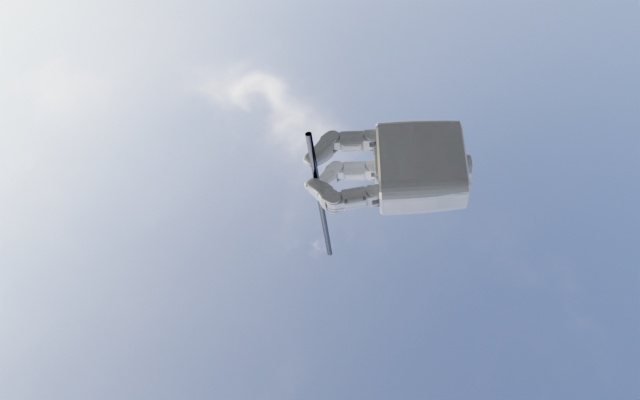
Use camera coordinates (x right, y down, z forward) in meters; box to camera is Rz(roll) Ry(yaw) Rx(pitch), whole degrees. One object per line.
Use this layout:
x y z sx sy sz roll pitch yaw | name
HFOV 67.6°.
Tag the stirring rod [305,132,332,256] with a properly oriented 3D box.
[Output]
0.000 0.002 0.640 0.011 0.011 0.240 0 -41 9 | stirring rod
